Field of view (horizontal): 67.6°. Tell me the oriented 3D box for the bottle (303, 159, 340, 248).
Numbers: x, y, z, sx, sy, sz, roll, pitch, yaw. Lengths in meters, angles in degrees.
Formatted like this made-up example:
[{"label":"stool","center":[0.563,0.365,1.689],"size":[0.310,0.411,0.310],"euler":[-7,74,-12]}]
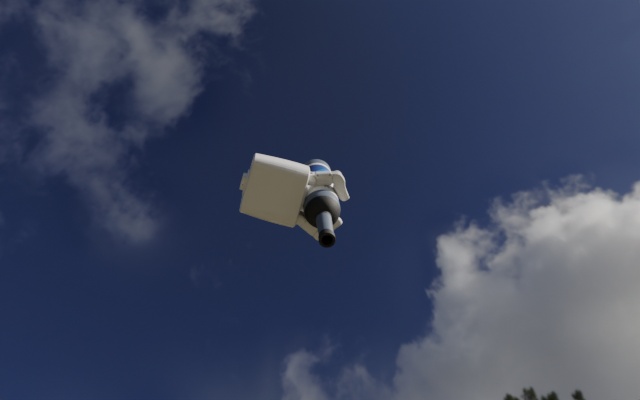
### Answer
[{"label":"bottle","center":[0.000,0.003,0.895],"size":[0.069,0.069,0.295],"euler":[0,25,-5]}]
